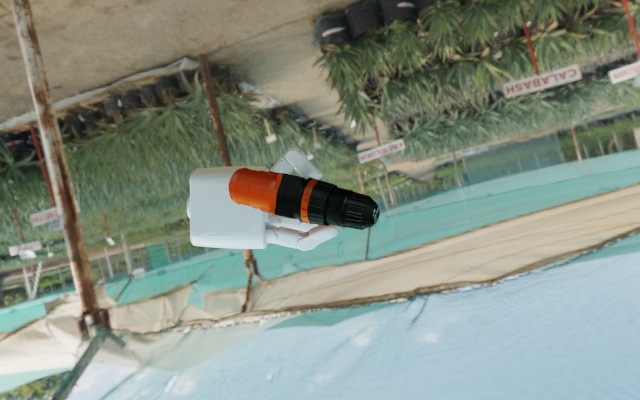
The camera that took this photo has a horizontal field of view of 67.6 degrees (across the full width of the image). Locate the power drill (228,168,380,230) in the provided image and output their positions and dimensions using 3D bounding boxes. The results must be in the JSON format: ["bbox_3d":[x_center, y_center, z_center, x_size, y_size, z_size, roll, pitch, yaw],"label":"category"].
[{"bbox_3d":[0.000,0.002,0.617,0.184,0.057,0.187,14,-1,19],"label":"power drill"}]
